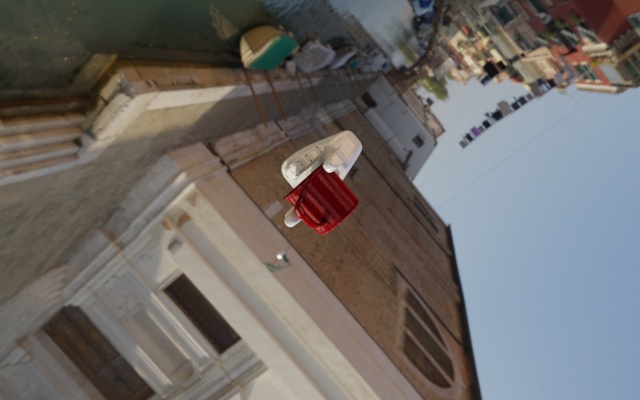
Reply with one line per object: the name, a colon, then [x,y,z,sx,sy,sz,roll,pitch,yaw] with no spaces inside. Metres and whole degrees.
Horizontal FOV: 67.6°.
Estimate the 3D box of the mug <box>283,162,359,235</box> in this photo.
mug: [0.000,0.003,0.719,0.093,0.081,0.117,-38,6,30]
